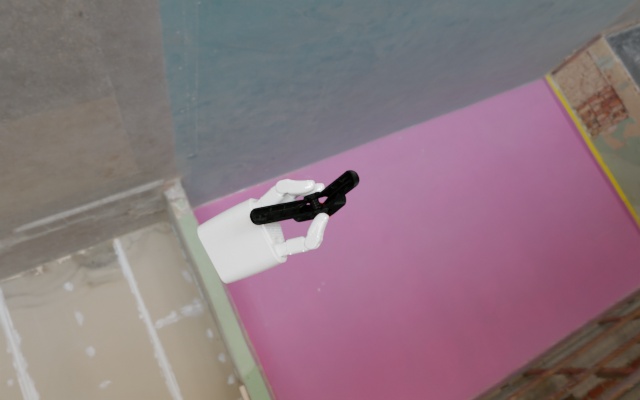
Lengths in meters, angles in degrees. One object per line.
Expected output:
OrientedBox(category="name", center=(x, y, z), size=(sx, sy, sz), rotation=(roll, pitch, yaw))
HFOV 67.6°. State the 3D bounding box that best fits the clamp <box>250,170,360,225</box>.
OrientedBox(category="clamp", center=(0.000, 0.003, 0.751), size=(0.164, 0.036, 0.210), rotation=(-22, -10, 14))
